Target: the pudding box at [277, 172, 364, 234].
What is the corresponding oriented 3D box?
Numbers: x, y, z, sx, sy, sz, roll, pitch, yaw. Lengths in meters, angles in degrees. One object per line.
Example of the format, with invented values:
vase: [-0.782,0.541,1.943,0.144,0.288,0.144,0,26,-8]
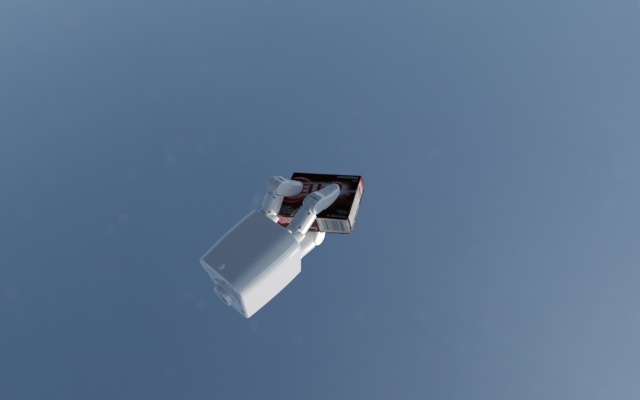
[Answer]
pudding box: [0.000,0.002,0.706,0.113,0.090,0.039,5,-41,17]
